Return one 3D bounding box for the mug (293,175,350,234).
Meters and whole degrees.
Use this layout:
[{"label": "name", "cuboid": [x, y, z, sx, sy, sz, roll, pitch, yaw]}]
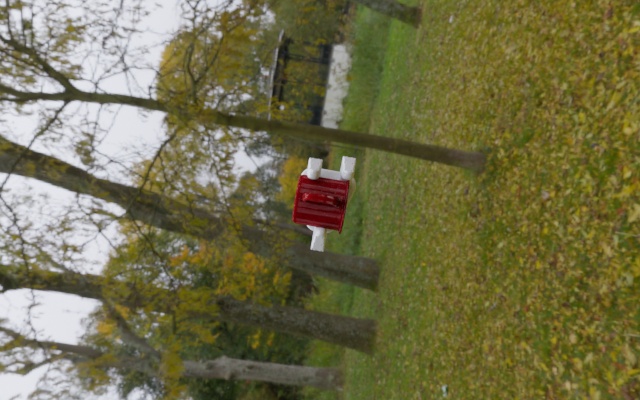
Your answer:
[{"label": "mug", "cuboid": [0.000, 0.002, 0.768, 0.081, 0.093, 0.117, 9, -3, 0]}]
